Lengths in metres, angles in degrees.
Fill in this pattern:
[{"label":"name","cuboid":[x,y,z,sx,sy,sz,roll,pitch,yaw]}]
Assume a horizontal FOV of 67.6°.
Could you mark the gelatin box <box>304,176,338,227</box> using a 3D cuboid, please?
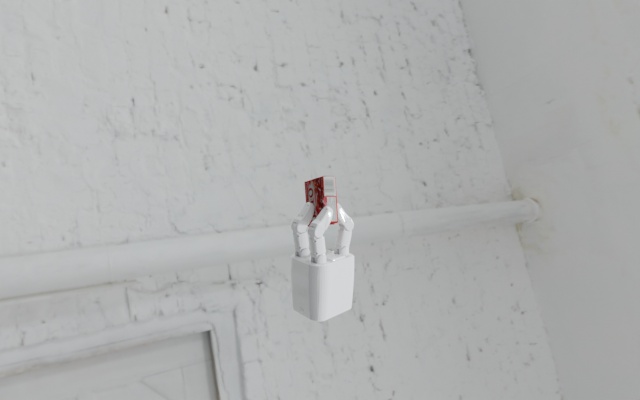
[{"label":"gelatin box","cuboid":[0.001,0.003,0.890,0.030,0.089,0.073,0,-6,-29]}]
